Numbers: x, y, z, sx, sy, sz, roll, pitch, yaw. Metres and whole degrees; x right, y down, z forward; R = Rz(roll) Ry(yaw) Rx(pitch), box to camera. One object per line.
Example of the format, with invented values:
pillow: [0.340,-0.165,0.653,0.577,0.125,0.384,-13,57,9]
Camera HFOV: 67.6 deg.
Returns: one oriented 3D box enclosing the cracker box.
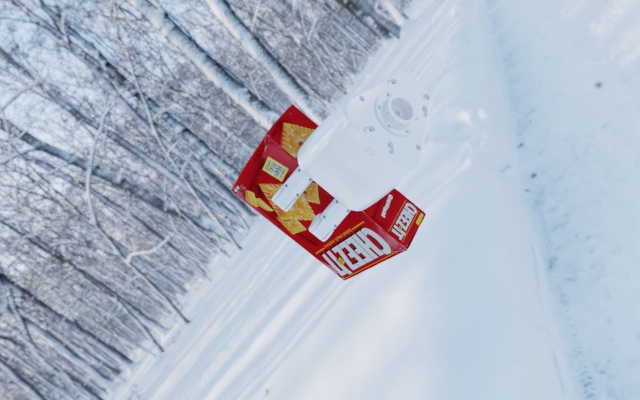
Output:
cracker box: [0.000,0.002,0.624,0.214,0.072,0.164,39,-33,-6]
